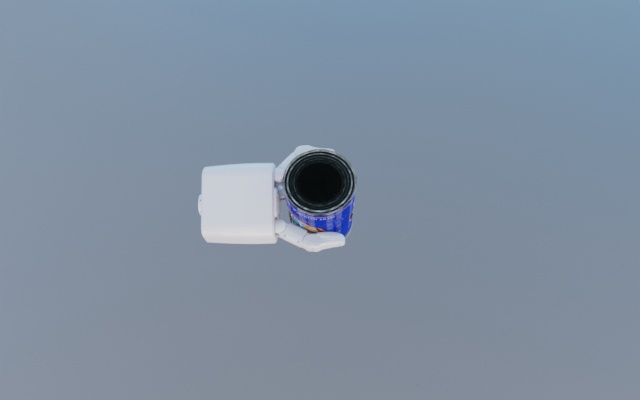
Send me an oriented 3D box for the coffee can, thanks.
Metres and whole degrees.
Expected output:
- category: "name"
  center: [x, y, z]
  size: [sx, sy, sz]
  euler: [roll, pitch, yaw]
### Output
- category: "coffee can"
  center: [0.000, 0.002, 0.716]
  size: [0.103, 0.102, 0.140]
  euler: [0, -25, 1]
